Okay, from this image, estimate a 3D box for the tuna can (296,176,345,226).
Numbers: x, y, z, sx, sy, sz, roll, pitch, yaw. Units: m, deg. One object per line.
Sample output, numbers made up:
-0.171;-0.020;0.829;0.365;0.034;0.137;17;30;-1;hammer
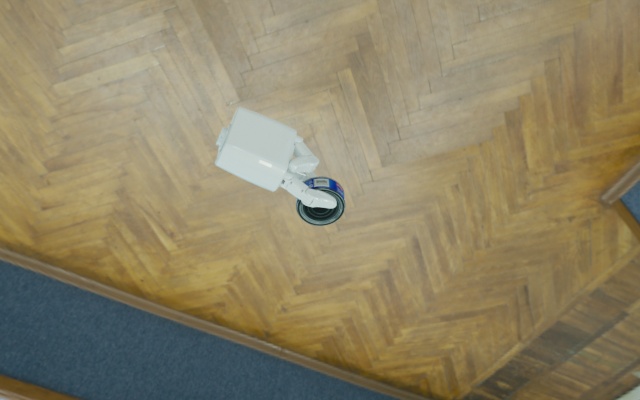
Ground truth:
0.000;0.003;0.822;0.086;0.086;0.033;0;38;-3;tuna can
